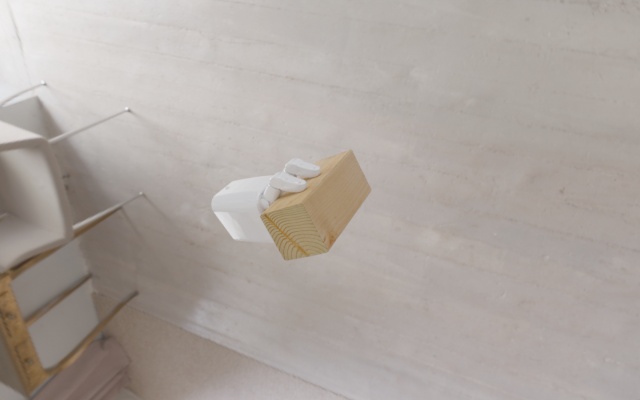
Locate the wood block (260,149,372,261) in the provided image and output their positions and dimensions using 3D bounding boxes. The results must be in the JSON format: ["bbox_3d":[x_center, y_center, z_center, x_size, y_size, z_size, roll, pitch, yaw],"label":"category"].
[{"bbox_3d":[0.000,0.003,0.814,0.090,0.091,0.206,-16,20,34],"label":"wood block"}]
